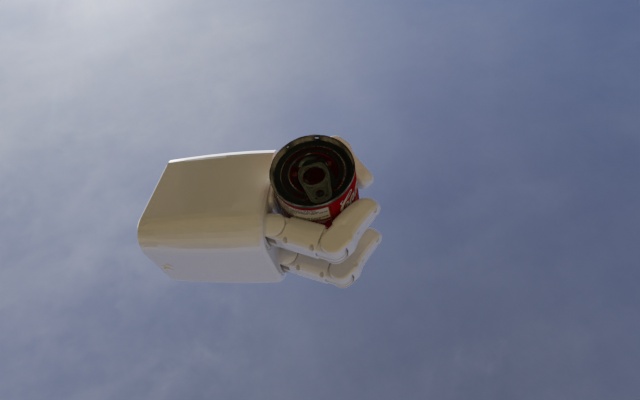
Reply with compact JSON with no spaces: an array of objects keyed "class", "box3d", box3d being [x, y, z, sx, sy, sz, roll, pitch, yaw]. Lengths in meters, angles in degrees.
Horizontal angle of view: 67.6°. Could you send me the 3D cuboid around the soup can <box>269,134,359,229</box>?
[{"class":"soup can","box3d":[0.001,0.001,0.413,0.068,0.068,0.102,0,-31,9]}]
